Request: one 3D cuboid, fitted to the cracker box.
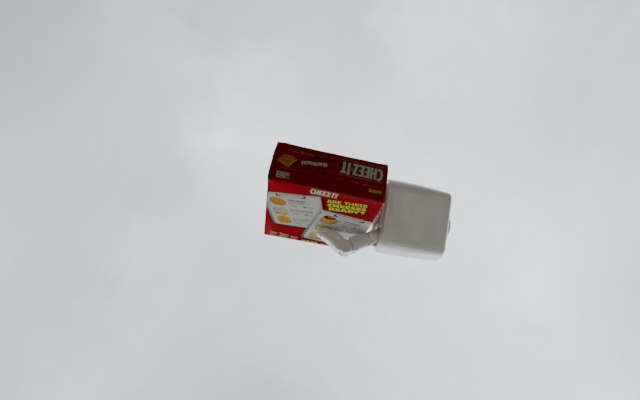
[{"bbox_3d":[0.000,0.003,0.748,0.164,0.072,0.214,11,-26,-3],"label":"cracker box"}]
